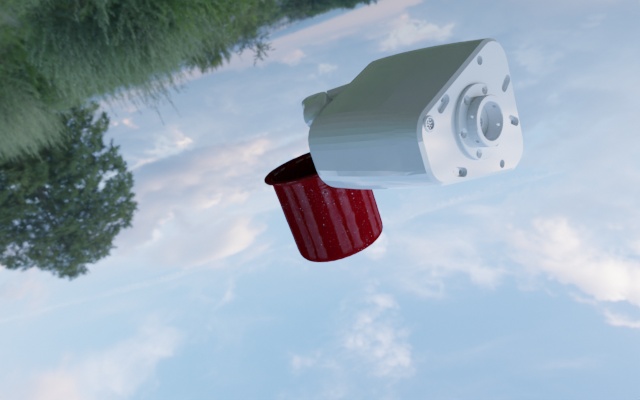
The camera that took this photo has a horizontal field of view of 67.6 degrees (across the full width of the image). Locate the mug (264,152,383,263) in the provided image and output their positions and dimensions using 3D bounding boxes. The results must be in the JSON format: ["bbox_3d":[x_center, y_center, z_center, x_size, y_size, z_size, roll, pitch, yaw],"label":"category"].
[{"bbox_3d":[-0.001,0.002,0.439,0.093,0.081,0.117,-31,20,-31],"label":"mug"}]
